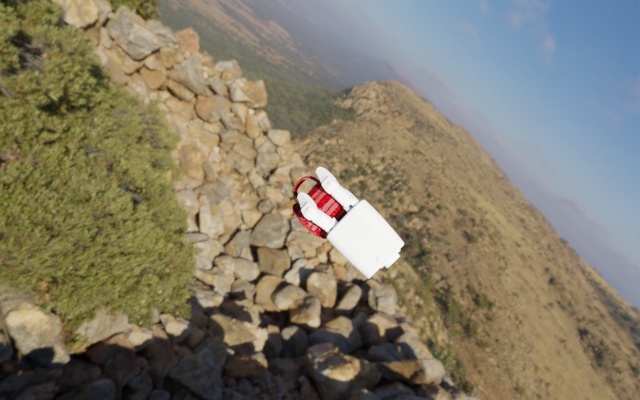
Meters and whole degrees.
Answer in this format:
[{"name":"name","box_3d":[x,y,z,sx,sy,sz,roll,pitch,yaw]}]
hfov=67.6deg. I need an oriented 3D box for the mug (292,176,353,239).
[{"name":"mug","box_3d":[-0.001,0.002,0.899,0.081,0.117,0.093,-47,-11,18]}]
